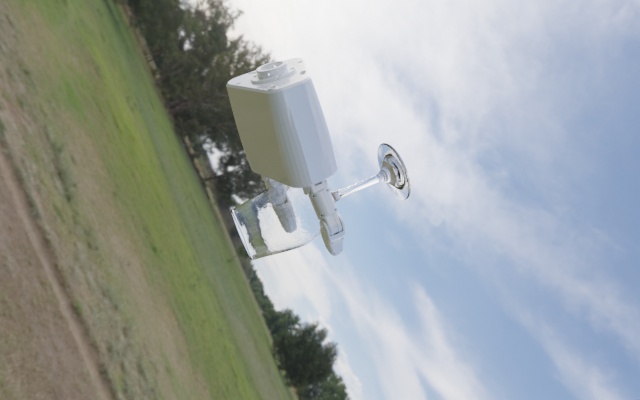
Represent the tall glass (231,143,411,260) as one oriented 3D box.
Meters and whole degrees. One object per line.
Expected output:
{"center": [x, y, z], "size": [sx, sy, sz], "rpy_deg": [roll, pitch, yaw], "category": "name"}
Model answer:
{"center": [0.001, 0.002, 0.558], "size": [0.201, 0.079, 0.079], "rpy_deg": [-23, 5, -13], "category": "tall glass"}
